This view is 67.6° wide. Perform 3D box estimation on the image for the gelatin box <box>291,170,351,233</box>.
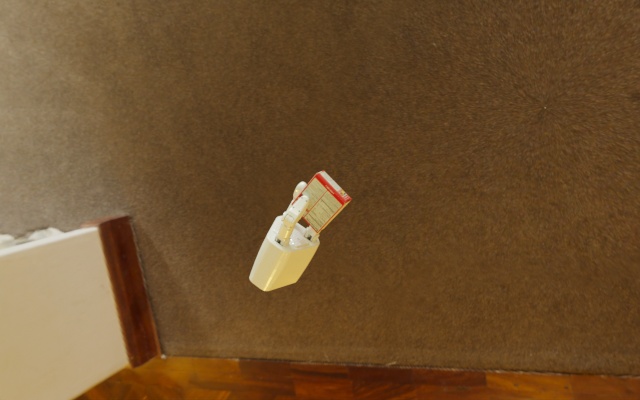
[{"bbox_3d":[0.000,0.003,0.852,0.089,0.073,0.030,-49,-10,32],"label":"gelatin box"}]
